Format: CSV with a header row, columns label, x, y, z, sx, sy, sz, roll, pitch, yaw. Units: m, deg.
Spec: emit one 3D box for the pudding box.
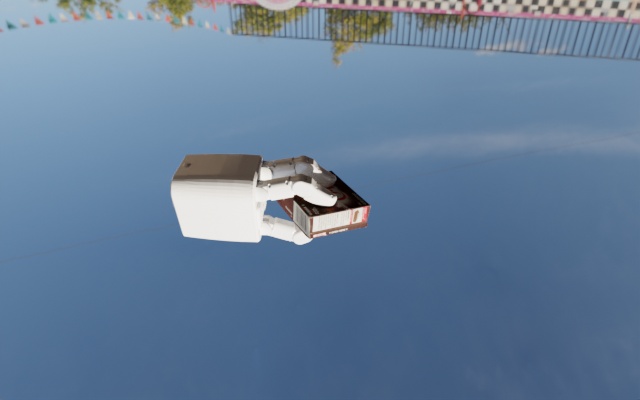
label,x,y,z,sx,sy,sz,roll,pitch,yaw
pudding box,0.000,0.002,0.648,0.090,0.039,0.113,-11,35,-25
